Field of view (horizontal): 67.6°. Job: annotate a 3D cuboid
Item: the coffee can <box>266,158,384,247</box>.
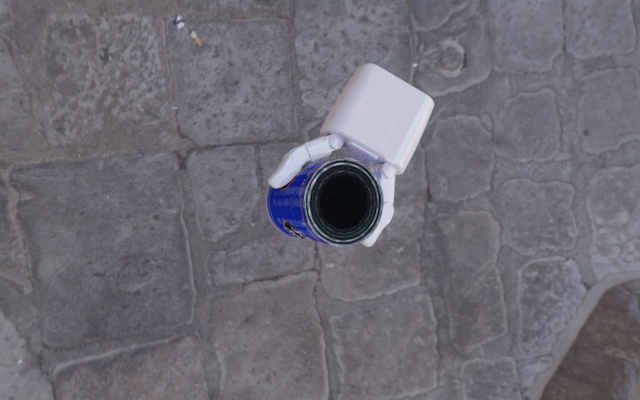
[{"bbox_3d":[0.000,0.002,0.605,0.103,0.103,0.140,0,0,-24],"label":"coffee can"}]
